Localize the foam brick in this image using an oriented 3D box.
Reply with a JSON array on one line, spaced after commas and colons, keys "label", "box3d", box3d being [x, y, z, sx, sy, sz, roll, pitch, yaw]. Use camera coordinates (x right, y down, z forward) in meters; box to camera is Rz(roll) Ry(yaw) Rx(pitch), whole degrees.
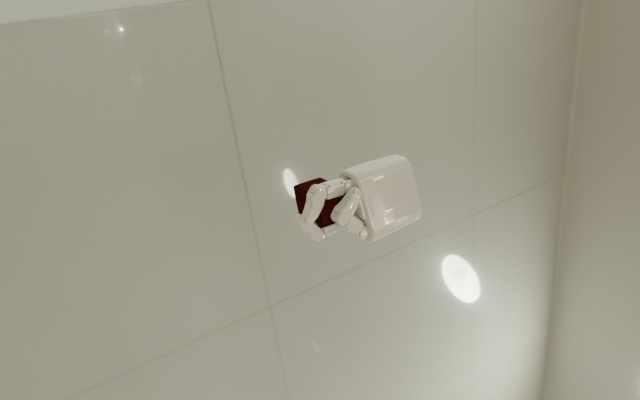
[{"label": "foam brick", "box3d": [0.000, 0.002, 0.766, 0.051, 0.053, 0.078, -21, 28, -25]}]
